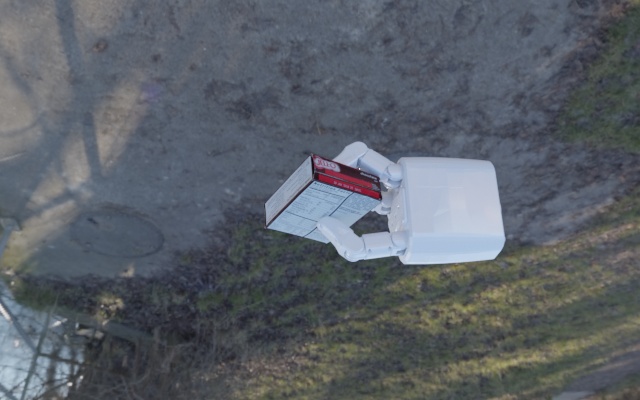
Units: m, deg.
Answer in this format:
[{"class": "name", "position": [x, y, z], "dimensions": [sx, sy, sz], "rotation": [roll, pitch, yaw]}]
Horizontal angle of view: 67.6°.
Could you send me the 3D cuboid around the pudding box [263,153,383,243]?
[{"class": "pudding box", "position": [0.000, 0.002, 0.534], "dimensions": [0.090, 0.039, 0.113], "rotation": [17, -40, -28]}]
